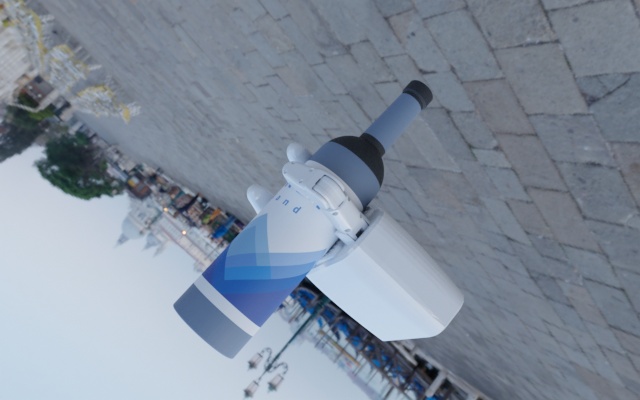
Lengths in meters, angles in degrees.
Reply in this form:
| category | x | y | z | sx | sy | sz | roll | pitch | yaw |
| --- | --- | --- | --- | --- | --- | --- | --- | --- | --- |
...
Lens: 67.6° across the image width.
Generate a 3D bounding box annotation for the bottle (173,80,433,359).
| category | x | y | z | sx | sy | sz | roll | pitch | yaw |
| --- | --- | --- | --- | --- | --- | --- | --- | --- | --- |
| bottle | 0.000 | 0.002 | 0.423 | 0.069 | 0.295 | 0.069 | 40 | -13 | 11 |
